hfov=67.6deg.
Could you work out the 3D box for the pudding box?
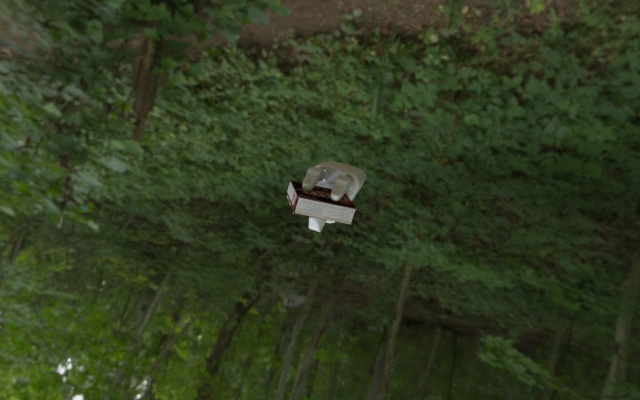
[{"bbox_3d":[0.000,0.003,0.867,0.113,0.039,0.090,10,17,-16],"label":"pudding box"}]
